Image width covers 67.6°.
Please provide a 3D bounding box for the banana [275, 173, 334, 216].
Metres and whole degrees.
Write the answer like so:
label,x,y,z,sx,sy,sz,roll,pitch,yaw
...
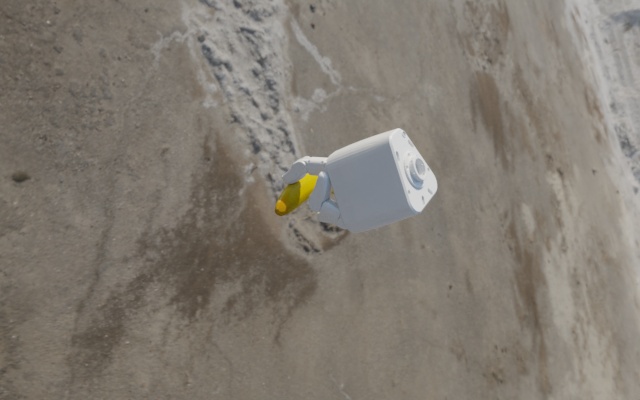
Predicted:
label,x,y,z,sx,sy,sz,roll,pitch,yaw
banana,-0.002,-0.016,0.763,0.037,0.069,0.198,-19,-10,40
